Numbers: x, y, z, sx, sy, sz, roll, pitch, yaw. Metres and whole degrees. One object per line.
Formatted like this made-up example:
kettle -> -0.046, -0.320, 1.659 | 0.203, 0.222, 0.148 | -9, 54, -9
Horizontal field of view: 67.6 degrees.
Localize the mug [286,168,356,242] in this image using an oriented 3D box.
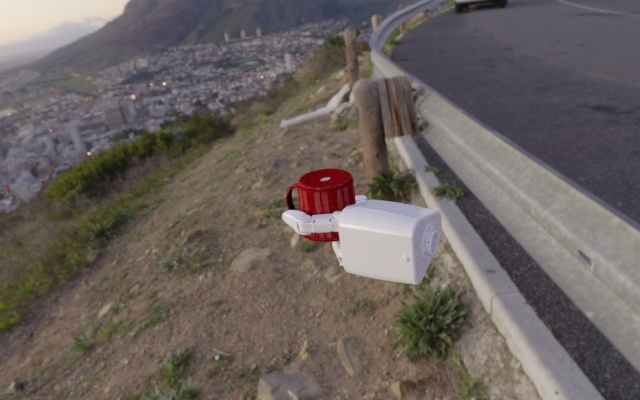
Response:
mug -> -0.001, 0.002, 0.704 | 0.117, 0.081, 0.093 | 8, 28, 30
